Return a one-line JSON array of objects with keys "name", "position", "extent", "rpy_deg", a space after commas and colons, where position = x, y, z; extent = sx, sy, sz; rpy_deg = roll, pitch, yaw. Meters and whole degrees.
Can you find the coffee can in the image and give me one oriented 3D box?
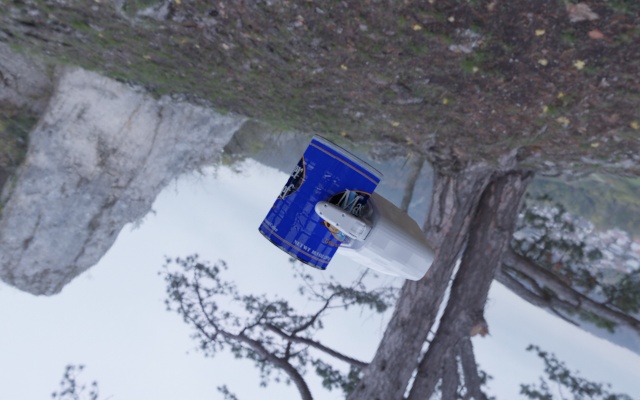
[{"name": "coffee can", "position": [0.000, 0.002, 0.606], "extent": [0.103, 0.140, 0.103], "rpy_deg": [31, 3, -2]}]
